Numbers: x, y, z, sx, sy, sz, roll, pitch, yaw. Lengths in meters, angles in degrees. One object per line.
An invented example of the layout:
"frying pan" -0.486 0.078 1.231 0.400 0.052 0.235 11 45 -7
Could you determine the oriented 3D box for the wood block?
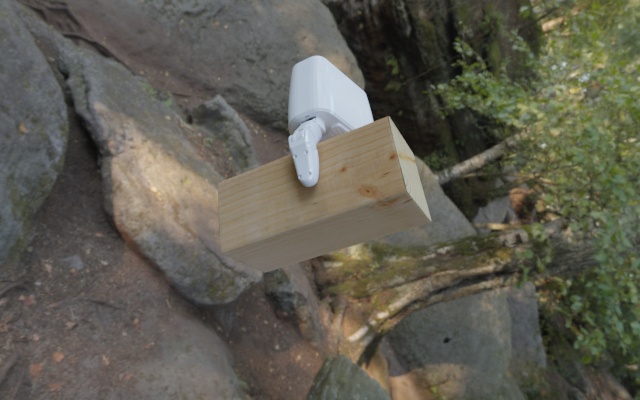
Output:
"wood block" 0.000 0.001 0.519 0.206 0.090 0.091 -20 -29 20
